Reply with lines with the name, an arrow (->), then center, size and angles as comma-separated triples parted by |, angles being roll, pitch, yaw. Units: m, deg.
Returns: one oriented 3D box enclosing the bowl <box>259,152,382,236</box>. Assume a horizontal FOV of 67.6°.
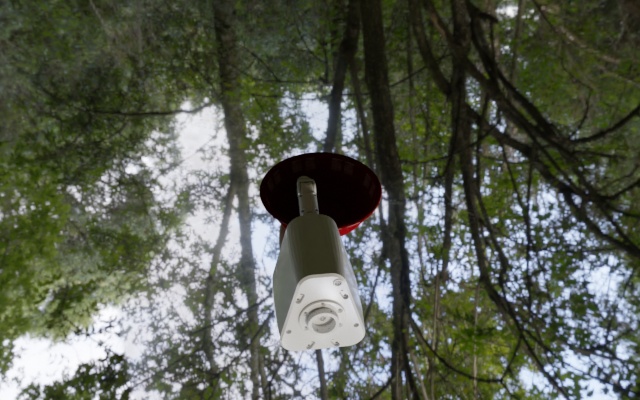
bowl -> 0.000, 0.002, 0.649 | 0.162, 0.055, 0.162 | 0, 42, 0
